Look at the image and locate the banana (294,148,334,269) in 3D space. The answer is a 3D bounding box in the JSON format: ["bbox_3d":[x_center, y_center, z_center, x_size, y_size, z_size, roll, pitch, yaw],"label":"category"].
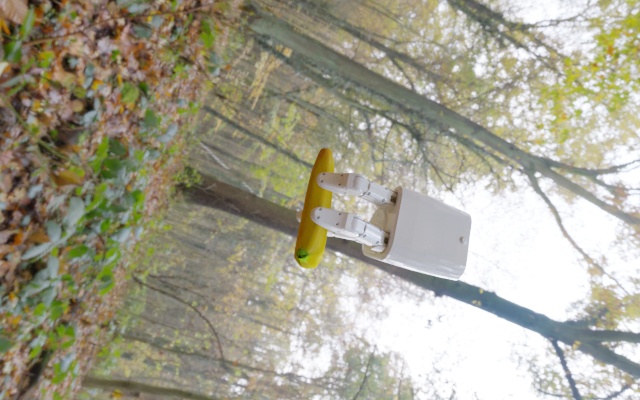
[{"bbox_3d":[-0.005,0.017,0.606,0.037,0.197,0.070,14,-46,-5],"label":"banana"}]
